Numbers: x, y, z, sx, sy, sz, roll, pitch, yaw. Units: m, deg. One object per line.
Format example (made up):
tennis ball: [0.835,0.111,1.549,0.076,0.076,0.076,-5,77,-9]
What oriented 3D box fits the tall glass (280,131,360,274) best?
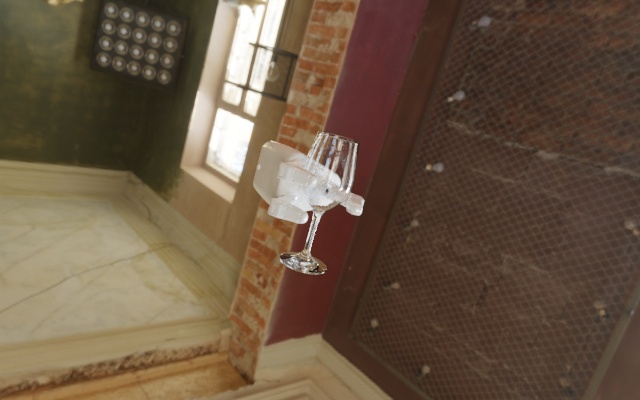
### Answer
tall glass: [0.000,0.003,0.706,0.079,0.201,0.079,15,13,-4]
